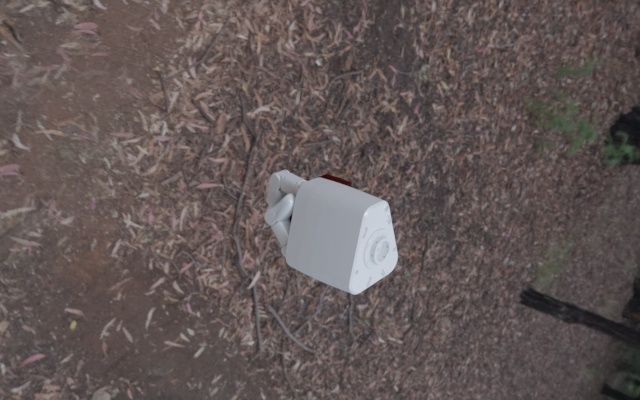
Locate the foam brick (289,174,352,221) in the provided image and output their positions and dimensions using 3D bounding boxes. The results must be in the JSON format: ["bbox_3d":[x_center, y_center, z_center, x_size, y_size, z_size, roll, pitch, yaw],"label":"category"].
[{"bbox_3d":[0.000,0.002,0.659,0.051,0.053,0.078,19,30,40],"label":"foam brick"}]
